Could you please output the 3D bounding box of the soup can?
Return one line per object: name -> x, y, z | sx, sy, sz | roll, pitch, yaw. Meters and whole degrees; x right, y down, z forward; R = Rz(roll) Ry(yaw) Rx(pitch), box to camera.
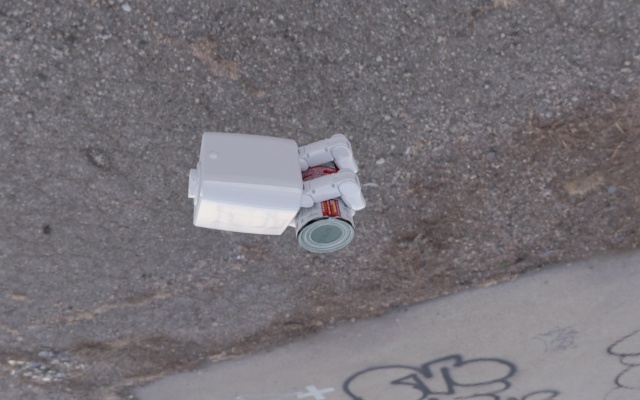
soup can -> 0.001, 0.002, 0.567 | 0.068, 0.102, 0.069 | -6, -39, -5
